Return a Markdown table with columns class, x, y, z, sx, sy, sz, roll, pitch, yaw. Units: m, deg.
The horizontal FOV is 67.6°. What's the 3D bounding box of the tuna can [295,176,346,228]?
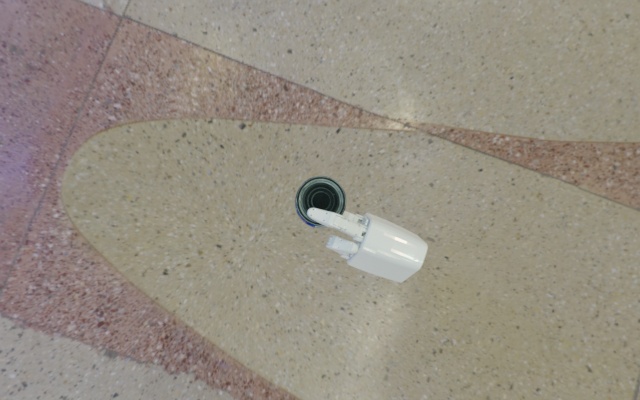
| class | x | y | z | sx | sy | sz | roll | pitch | yaw |
| --- | --- | --- | --- | --- | --- | --- | --- | --- | --- |
| tuna can | 0.000 | 0.003 | 0.799 | 0.086 | 0.086 | 0.034 | 0 | -7 | -3 |
